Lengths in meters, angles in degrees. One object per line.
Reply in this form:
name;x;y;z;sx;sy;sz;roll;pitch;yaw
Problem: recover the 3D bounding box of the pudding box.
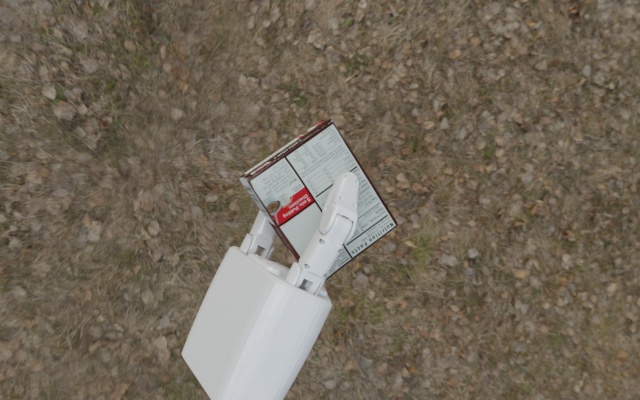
pudding box;0.000;0.001;0.408;0.090;0.113;0.039;-36;16;-10
